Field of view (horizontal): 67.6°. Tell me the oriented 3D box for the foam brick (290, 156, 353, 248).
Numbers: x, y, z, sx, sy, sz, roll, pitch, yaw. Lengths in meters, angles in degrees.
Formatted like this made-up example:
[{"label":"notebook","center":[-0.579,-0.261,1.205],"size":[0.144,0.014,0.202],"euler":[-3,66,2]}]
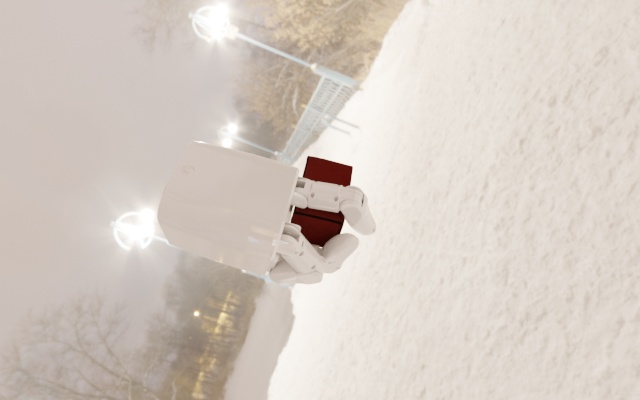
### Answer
[{"label":"foam brick","center":[0.000,0.001,0.496],"size":[0.051,0.078,0.053],"euler":[13,-38,-2]}]
